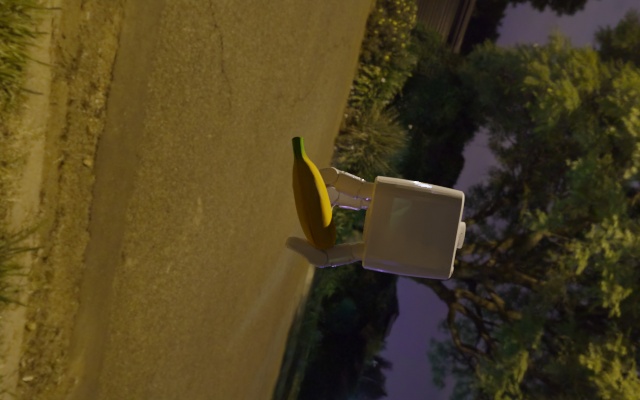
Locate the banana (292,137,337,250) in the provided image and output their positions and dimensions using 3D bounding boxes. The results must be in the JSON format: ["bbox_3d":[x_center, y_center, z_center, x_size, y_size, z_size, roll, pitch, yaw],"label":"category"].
[{"bbox_3d":[-0.002,0.015,0.557,0.037,0.069,0.198,0,-35,9],"label":"banana"}]
